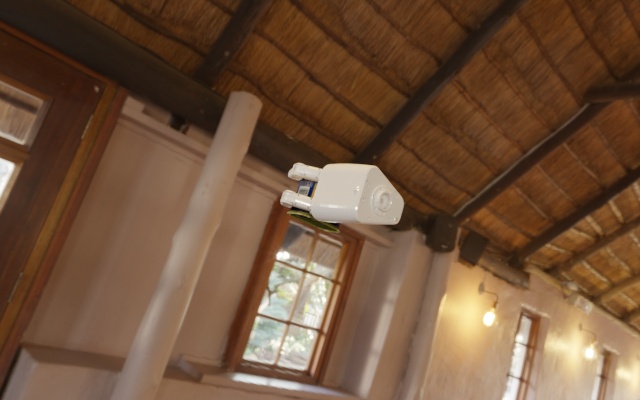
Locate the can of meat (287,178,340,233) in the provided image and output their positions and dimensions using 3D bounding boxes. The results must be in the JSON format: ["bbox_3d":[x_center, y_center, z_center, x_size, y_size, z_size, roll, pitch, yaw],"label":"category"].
[{"bbox_3d":[0.000,0.003,0.866,0.102,0.084,0.057,27,-15,-36],"label":"can of meat"}]
